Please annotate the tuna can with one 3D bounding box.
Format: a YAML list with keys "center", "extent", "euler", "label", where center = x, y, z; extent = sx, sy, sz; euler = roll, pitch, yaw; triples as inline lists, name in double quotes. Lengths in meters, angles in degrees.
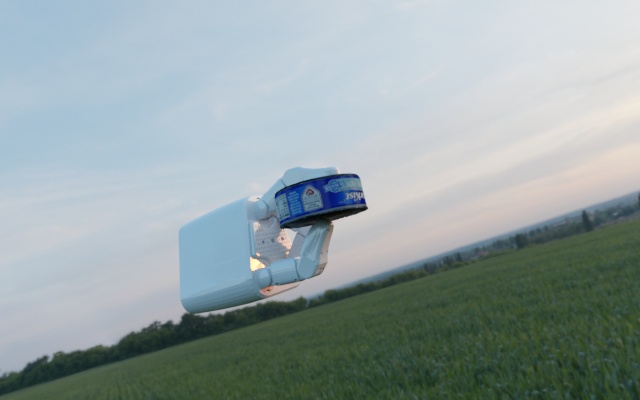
- center: [0.000, 0.001, 0.455]
  extent: [0.086, 0.033, 0.086]
  euler: [-12, -8, -2]
  label: "tuna can"
